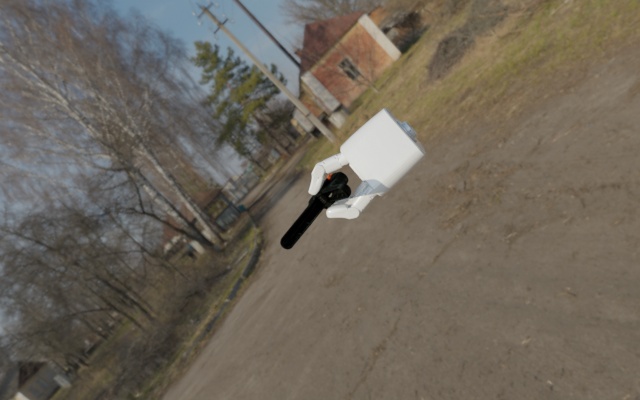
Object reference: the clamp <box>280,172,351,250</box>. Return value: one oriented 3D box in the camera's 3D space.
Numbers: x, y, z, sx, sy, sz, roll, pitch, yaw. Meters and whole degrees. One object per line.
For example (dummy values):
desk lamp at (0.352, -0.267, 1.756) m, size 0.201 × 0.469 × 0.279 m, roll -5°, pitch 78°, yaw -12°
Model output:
clamp at (0.000, 0.002, 0.881) m, size 0.164 × 0.036 × 0.210 m, roll -42°, pitch 8°, yaw 18°
